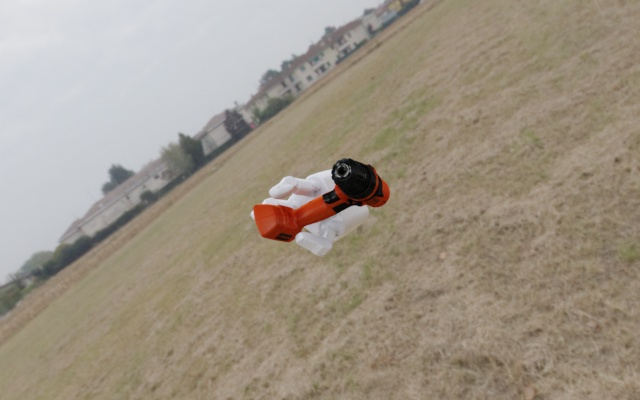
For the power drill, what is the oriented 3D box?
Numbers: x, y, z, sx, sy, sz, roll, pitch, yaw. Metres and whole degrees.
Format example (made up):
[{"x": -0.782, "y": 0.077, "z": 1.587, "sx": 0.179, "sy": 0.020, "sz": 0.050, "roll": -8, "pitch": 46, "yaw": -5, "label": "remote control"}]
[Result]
[{"x": 0.000, "y": 0.002, "z": 0.698, "sx": 0.188, "sy": 0.057, "sz": 0.184, "roll": -21, "pitch": -18, "yaw": 17, "label": "power drill"}]
